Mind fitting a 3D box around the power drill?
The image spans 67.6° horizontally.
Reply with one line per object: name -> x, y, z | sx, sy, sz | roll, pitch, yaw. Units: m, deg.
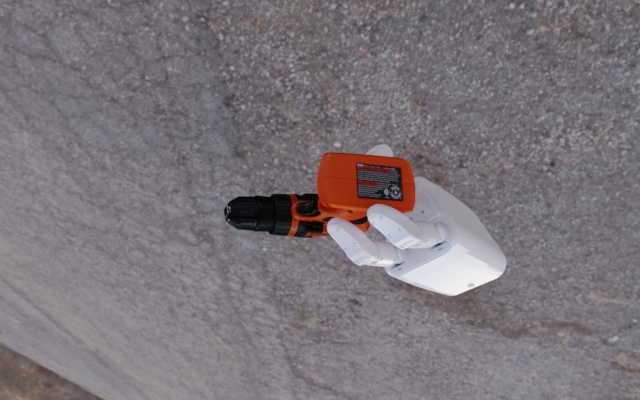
power drill -> 0.001, 0.002, 0.525 | 0.184, 0.057, 0.188 | 2, -13, -22
